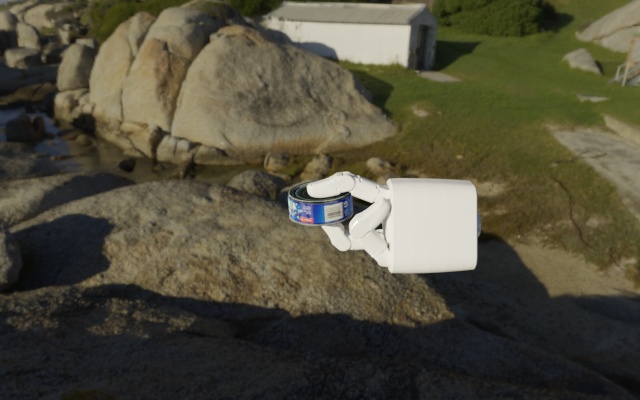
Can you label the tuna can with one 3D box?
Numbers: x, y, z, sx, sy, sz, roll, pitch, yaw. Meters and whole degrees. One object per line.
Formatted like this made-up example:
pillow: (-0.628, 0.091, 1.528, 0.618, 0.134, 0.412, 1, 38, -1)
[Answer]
tuna can: (0.000, 0.002, 0.629, 0.086, 0.034, 0.086, -4, 21, 1)
